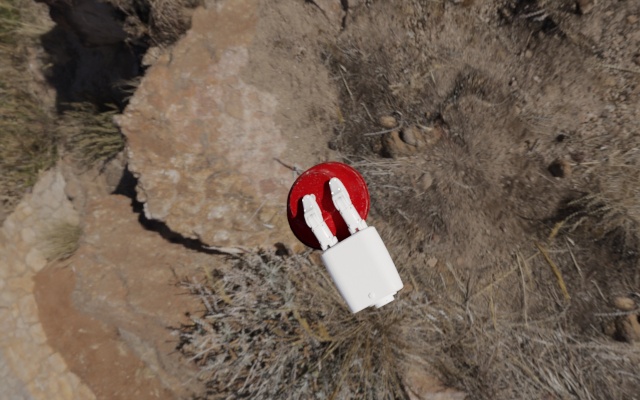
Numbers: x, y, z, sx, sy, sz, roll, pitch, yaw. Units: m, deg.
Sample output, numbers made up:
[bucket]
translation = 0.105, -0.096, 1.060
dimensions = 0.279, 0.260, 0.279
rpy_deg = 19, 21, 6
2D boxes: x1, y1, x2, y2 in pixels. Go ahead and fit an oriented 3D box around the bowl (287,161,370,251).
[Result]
[bowl]
translation = -0.001, 0.002, 0.823
dimensions = 0.162, 0.162, 0.055
rpy_deg = 0, -13, 26
